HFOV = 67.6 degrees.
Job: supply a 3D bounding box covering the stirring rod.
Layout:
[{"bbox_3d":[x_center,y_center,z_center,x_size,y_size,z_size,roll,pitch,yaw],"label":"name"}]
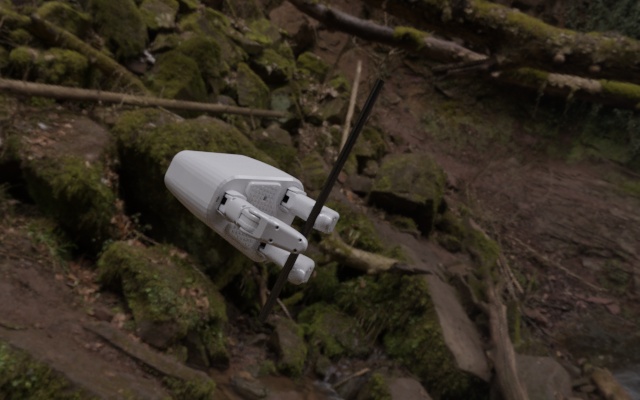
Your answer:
[{"bbox_3d":[0.000,0.001,0.427,0.011,0.239,0.011,27,2,-1],"label":"stirring rod"}]
